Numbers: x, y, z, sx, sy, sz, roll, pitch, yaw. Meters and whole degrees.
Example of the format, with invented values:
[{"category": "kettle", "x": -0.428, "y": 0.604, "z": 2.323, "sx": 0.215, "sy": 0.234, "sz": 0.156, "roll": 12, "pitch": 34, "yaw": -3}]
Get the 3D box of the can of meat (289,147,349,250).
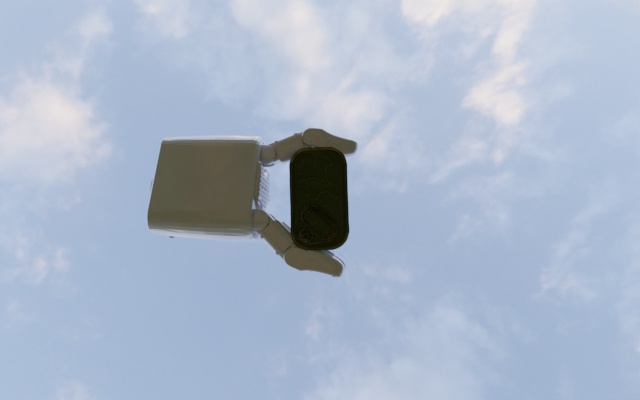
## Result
[{"category": "can of meat", "x": 0.000, "y": 0.002, "z": 0.506, "sx": 0.057, "sy": 0.102, "sz": 0.084, "roll": -2, "pitch": -6, "yaw": 2}]
